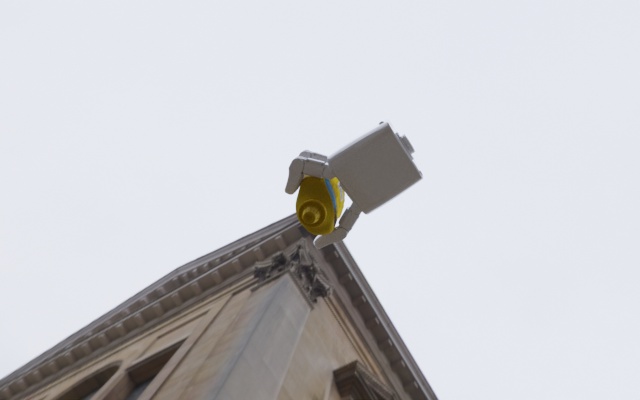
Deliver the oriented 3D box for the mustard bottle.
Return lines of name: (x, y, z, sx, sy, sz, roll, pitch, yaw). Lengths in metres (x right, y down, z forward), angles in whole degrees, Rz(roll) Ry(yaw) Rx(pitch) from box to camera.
mustard bottle: (0.000, 0.003, 0.755, 0.058, 0.096, 0.191, -7, 12, 11)
